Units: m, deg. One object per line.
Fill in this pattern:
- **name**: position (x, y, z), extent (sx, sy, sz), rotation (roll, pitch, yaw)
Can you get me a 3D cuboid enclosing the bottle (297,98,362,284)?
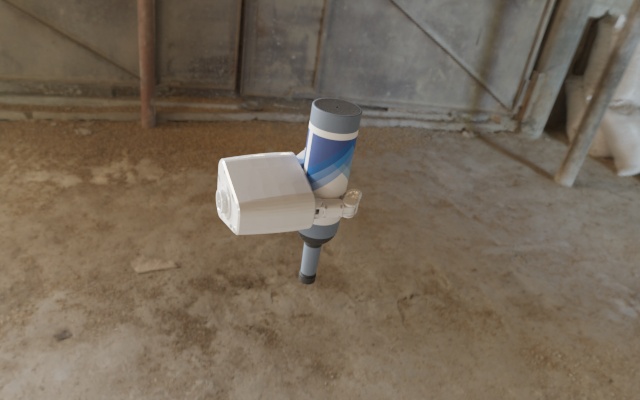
- **bottle**: position (0.000, 0.002, 0.699), extent (0.069, 0.296, 0.069), rotation (7, 30, -4)
